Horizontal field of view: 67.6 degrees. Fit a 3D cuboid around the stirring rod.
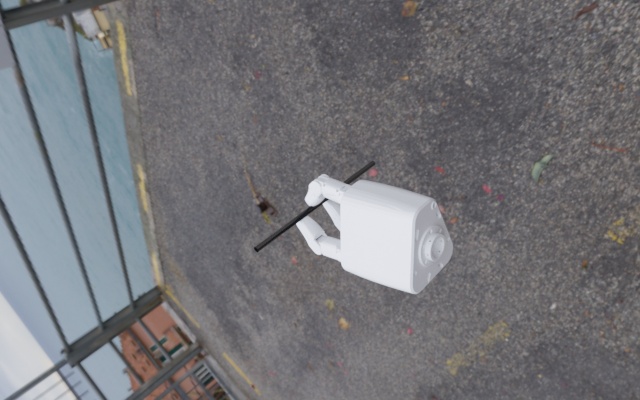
[{"bbox_3d":[0.000,0.002,0.664,0.239,0.011,0.011,-36,22,-33],"label":"stirring rod"}]
